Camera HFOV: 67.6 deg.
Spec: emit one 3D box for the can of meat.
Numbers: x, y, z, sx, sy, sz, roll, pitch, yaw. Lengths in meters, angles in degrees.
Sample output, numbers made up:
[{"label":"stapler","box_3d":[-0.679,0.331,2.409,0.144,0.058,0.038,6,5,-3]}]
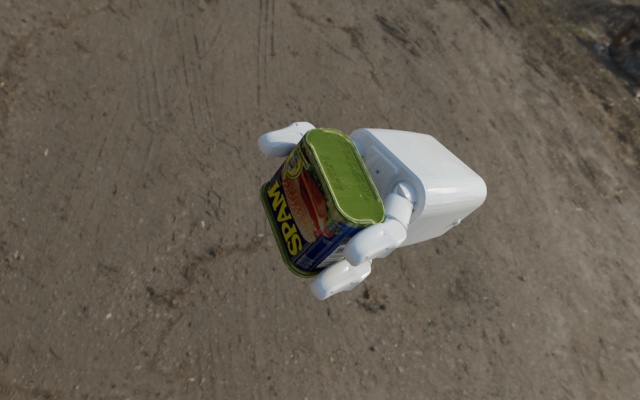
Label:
[{"label":"can of meat","box_3d":[0.000,0.001,0.407,0.057,0.102,0.084,-1,-33,-38]}]
